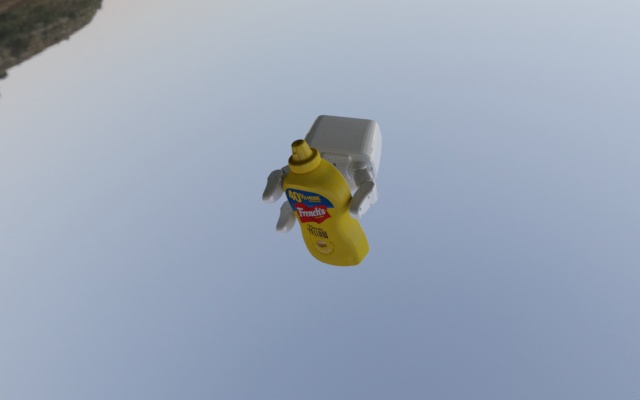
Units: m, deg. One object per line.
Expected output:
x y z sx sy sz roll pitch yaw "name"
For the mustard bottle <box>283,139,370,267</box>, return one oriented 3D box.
0.000 0.003 0.642 0.096 0.192 0.058 12 46 38 "mustard bottle"
